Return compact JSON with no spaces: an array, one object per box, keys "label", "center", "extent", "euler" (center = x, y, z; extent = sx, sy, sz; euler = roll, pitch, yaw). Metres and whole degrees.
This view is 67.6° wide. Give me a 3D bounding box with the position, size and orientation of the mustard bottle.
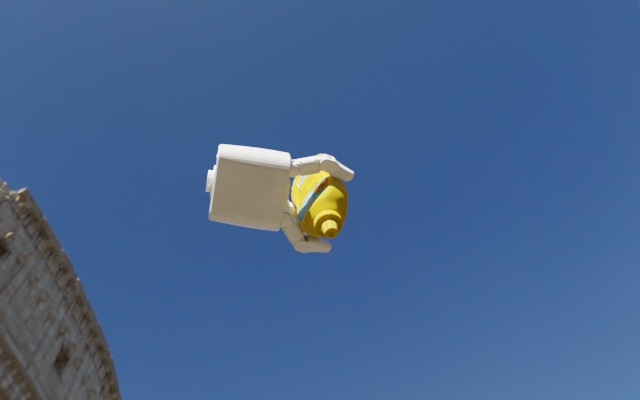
[{"label":"mustard bottle","center":[0.000,0.002,0.746],"extent":[0.058,0.096,0.191],"euler":[31,18,-22]}]
